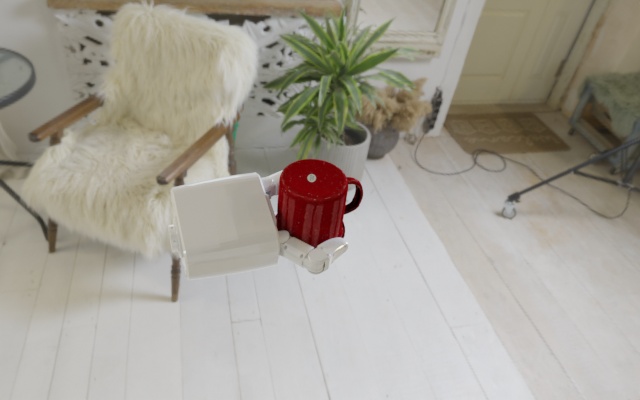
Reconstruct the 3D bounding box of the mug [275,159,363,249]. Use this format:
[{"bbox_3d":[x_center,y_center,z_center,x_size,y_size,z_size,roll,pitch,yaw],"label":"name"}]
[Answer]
[{"bbox_3d":[0.001,0.002,0.582,0.117,0.082,0.093,-11,44,-20],"label":"mug"}]
